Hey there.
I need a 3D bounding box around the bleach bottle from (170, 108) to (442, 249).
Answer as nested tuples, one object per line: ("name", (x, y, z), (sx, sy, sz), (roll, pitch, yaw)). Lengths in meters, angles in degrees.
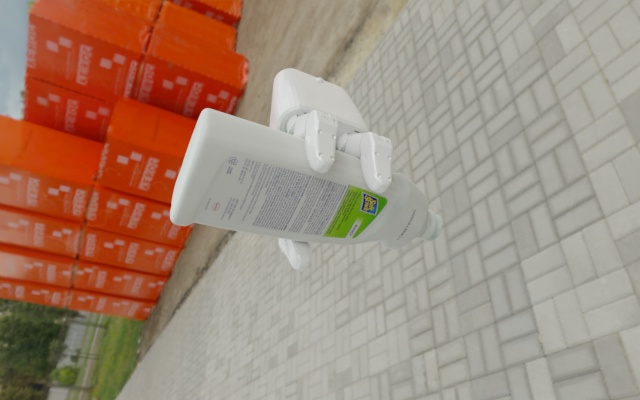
("bleach bottle", (0.000, 0.001, 0.444), (0.251, 0.103, 0.068), (16, 31, -22))
